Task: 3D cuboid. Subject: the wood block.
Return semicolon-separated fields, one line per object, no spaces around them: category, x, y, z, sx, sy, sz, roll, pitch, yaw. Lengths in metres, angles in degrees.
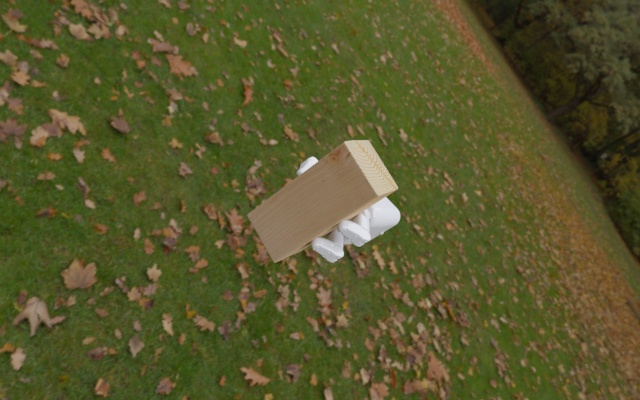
wood block;0.000;0.002;0.732;0.206;0.091;0.090;-35;-9;28
